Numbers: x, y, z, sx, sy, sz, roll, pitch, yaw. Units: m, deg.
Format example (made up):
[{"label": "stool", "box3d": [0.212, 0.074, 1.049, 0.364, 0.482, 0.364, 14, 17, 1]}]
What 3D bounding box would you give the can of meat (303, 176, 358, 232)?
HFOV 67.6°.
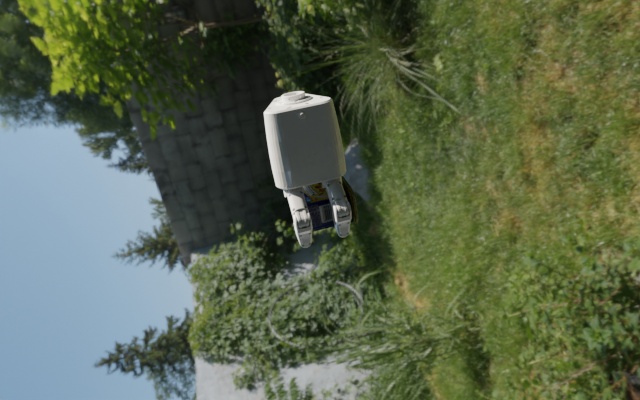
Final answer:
[{"label": "can of meat", "box3d": [0.000, 0.002, 0.705, 0.084, 0.057, 0.102, -13, 27, -8]}]
